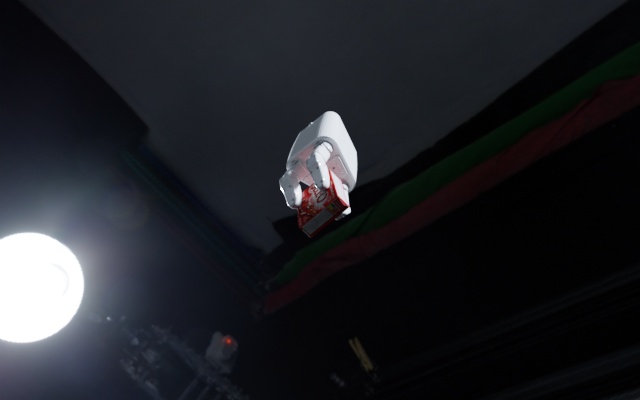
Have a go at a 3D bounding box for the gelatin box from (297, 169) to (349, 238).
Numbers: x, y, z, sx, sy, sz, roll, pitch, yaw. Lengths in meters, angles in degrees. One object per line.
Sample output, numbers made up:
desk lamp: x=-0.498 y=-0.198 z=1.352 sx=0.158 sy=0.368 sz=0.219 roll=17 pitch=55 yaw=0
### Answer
gelatin box: x=0.000 y=0.003 z=0.701 sx=0.073 sy=0.030 sz=0.089 roll=-39 pitch=27 yaw=15
